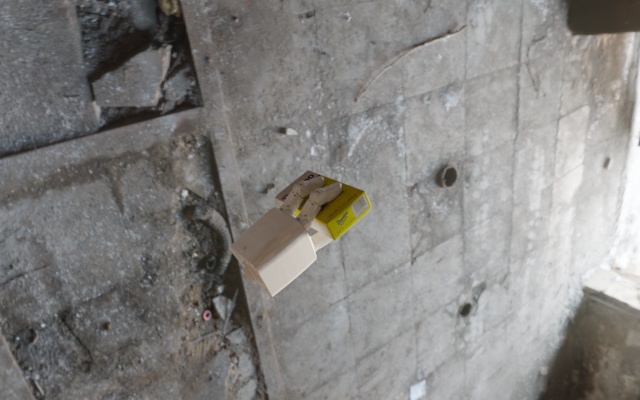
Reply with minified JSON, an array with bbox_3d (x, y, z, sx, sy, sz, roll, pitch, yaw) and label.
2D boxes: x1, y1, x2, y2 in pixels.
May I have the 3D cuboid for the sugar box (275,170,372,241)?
[{"bbox_3d":[0.000,0.003,0.859,0.093,0.048,0.176,-40,36,-20],"label":"sugar box"}]
